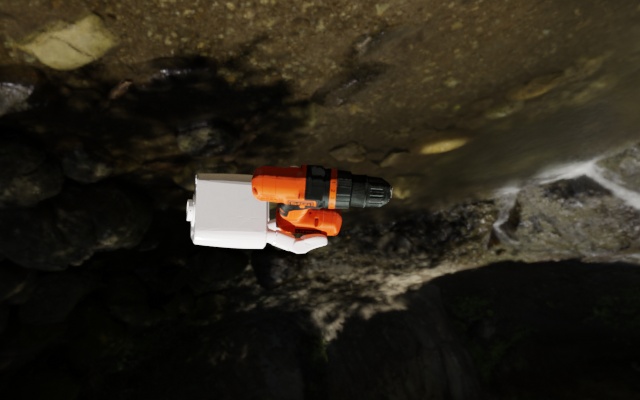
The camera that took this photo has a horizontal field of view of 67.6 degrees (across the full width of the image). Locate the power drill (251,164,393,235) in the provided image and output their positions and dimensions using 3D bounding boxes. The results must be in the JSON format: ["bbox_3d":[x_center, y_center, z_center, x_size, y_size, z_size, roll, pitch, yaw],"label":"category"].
[{"bbox_3d":[0.000,0.002,0.692,0.184,0.057,0.188,6,-19,0],"label":"power drill"}]
